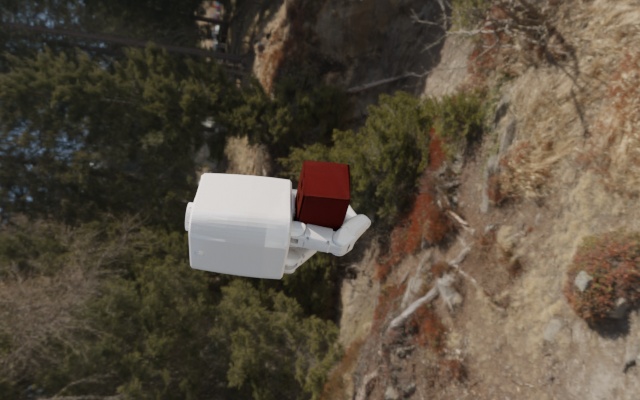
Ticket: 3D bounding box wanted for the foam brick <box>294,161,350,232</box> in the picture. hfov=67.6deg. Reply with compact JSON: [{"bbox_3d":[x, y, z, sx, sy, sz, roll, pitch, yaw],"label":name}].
[{"bbox_3d":[0.000,0.001,0.528,0.051,0.053,0.078,7,-41,-7],"label":"foam brick"}]
